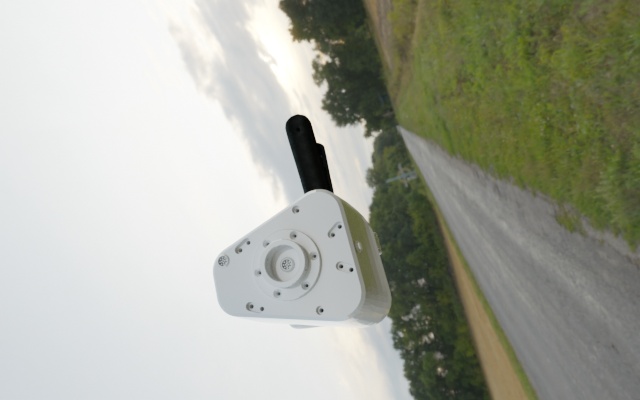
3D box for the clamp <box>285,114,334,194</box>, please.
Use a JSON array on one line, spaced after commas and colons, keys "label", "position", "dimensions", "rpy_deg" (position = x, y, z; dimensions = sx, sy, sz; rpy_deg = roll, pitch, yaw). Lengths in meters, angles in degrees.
[{"label": "clamp", "position": [0.000, 0.002, 0.466], "dimensions": [0.039, 0.171, 0.120], "rpy_deg": [-18, -18, 11]}]
